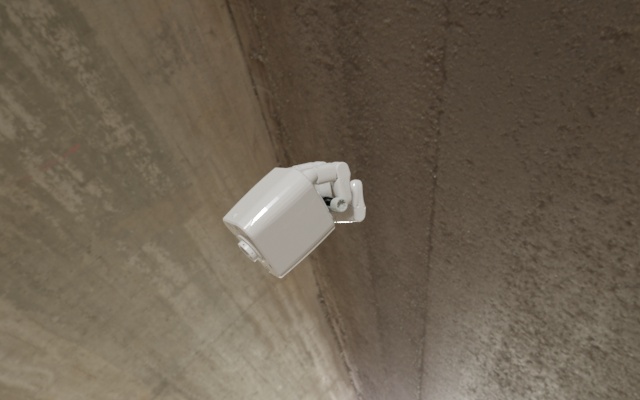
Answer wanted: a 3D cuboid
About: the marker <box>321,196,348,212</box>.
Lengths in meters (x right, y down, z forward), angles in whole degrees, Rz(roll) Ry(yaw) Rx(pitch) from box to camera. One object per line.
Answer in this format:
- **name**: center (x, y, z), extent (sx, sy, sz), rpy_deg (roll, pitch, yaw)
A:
- **marker**: center (0.000, 0.002, 0.682), extent (0.020, 0.020, 0.121), rpy_deg (0, 4, -28)
